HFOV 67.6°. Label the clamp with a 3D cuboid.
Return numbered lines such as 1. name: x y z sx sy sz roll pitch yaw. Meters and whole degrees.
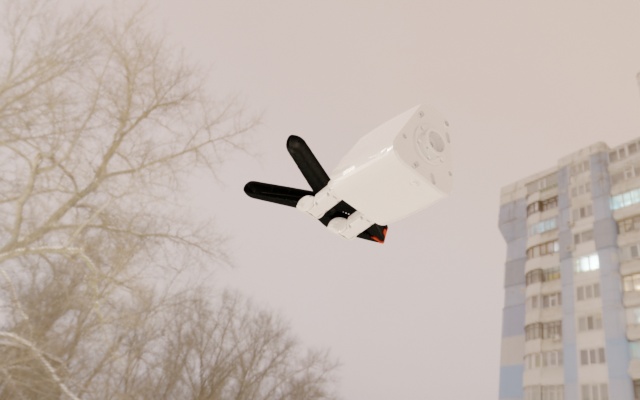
1. clamp: 0.001 0.002 0.664 0.210 0.036 0.164 34 -33 -22
